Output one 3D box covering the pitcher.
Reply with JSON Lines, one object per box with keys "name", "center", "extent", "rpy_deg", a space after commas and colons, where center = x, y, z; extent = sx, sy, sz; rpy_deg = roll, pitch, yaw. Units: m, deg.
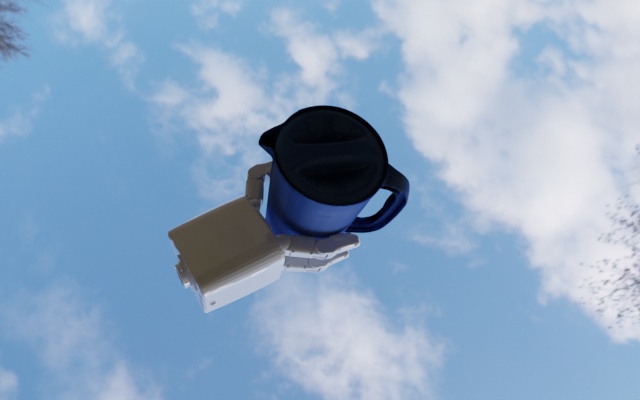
{"name": "pitcher", "center": [0.000, 0.002, 0.632], "extent": [0.145, 0.149, 0.243], "rpy_deg": [-25, -19, -23]}
